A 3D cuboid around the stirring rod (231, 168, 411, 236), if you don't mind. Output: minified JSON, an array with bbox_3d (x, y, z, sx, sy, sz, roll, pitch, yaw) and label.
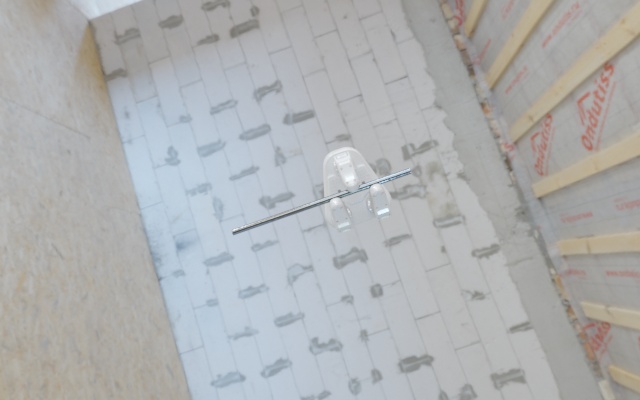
[{"bbox_3d":[0.000,0.002,0.610,0.239,0.011,0.011,-19,-1,3],"label":"stirring rod"}]
